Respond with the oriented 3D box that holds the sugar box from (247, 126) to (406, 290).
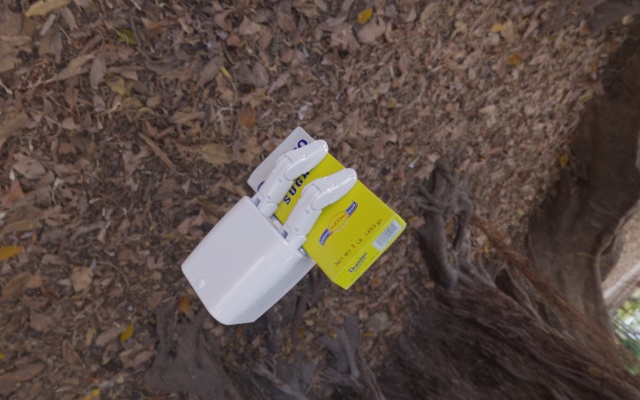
[{"bbox_3d":[0.000,0.002,0.523,0.176,0.093,0.048,45,1,33],"label":"sugar box"}]
